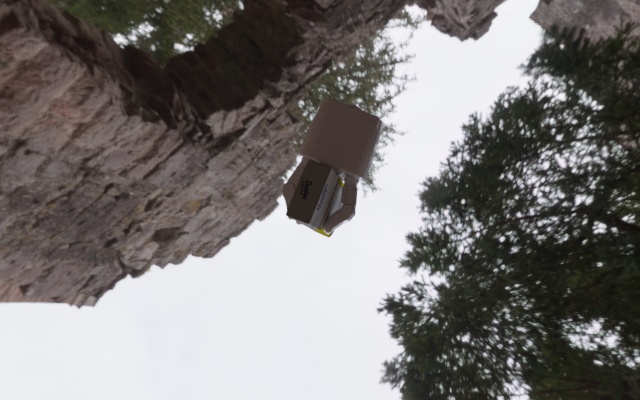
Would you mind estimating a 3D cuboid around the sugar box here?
[{"bbox_3d":[0.000,0.002,0.778,0.048,0.093,0.176,20,-7,18],"label":"sugar box"}]
